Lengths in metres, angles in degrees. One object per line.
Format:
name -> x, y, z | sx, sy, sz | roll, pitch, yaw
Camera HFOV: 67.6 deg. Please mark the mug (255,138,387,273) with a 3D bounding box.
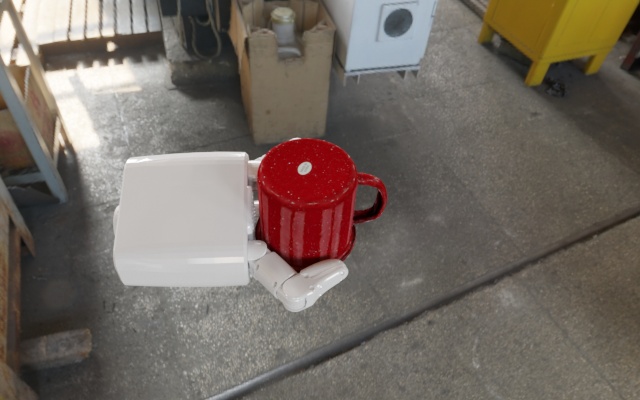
mug -> 0.002, 0.001, 0.410 | 0.117, 0.093, 0.082 | -2, -42, -5
